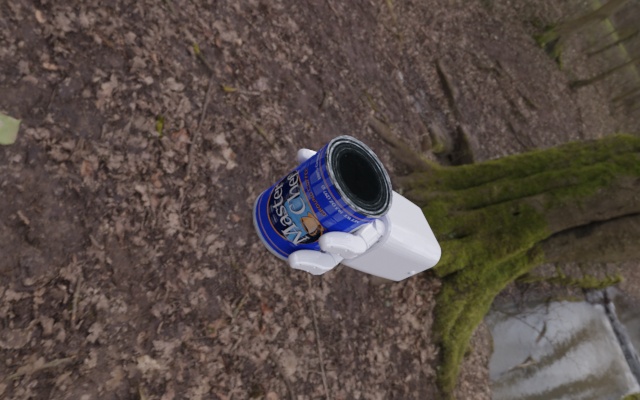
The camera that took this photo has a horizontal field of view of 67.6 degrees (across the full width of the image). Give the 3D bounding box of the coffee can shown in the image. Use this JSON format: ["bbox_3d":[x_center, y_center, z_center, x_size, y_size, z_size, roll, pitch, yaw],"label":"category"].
[{"bbox_3d":[0.000,0.002,0.571,0.103,0.102,0.140,0,-25,-46],"label":"coffee can"}]
